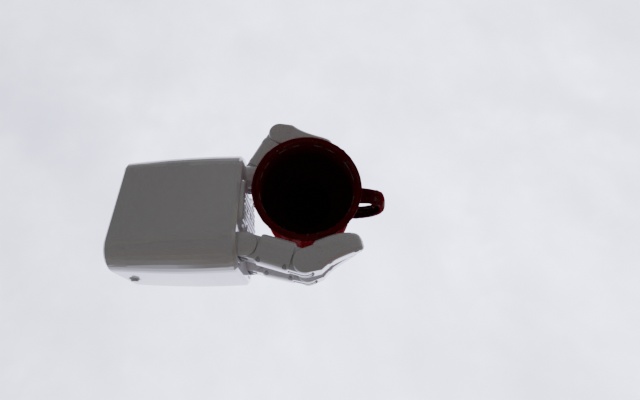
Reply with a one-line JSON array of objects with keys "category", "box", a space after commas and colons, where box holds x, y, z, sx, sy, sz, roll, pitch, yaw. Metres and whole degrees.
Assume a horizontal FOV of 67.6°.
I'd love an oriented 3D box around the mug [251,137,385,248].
[{"category": "mug", "box": [0.002, 0.001, 0.438, 0.117, 0.093, 0.081, 0, -19, 0]}]
